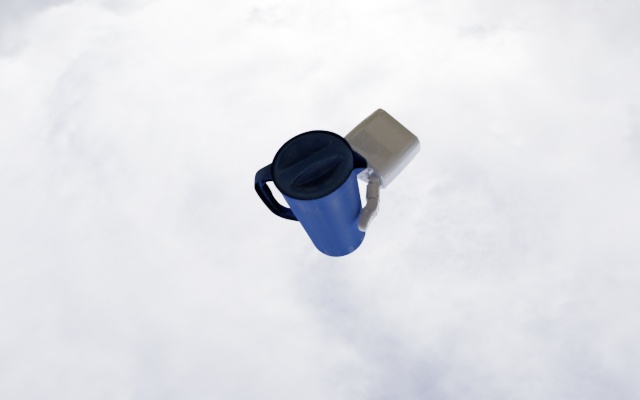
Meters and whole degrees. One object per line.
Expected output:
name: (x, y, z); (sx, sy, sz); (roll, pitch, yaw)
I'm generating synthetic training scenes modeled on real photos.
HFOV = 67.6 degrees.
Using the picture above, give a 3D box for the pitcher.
pitcher: (0.000, 0.003, 0.828); (0.149, 0.145, 0.243); (36, -18, 30)
